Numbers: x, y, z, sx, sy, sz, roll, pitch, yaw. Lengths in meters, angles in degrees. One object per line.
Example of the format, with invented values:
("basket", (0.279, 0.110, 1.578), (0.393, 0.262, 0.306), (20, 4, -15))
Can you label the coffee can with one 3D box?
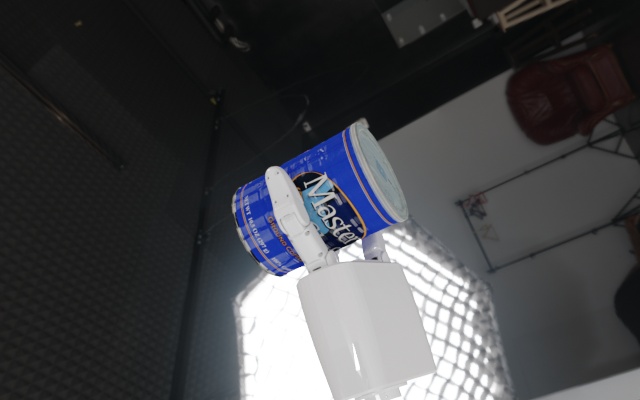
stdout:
("coffee can", (0.000, 0.001, 0.470), (0.140, 0.103, 0.103), (-27, -9, 19))
